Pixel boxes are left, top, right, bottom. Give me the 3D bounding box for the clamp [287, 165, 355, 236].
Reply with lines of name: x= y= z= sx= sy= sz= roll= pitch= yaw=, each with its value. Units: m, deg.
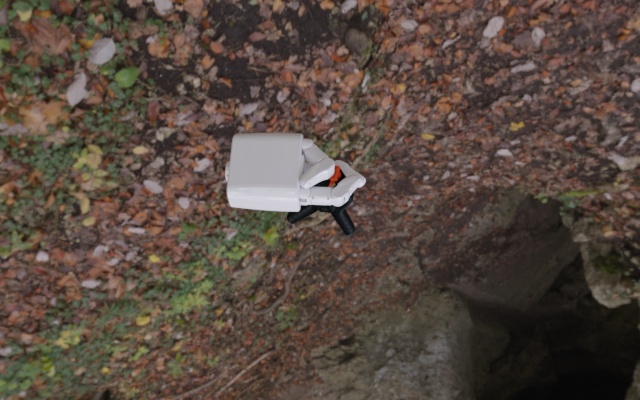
clamp: x=0.000 y=0.003 z=0.786 sx=0.120 sy=0.039 sz=0.172 roll=2 pitch=-37 yaw=2
